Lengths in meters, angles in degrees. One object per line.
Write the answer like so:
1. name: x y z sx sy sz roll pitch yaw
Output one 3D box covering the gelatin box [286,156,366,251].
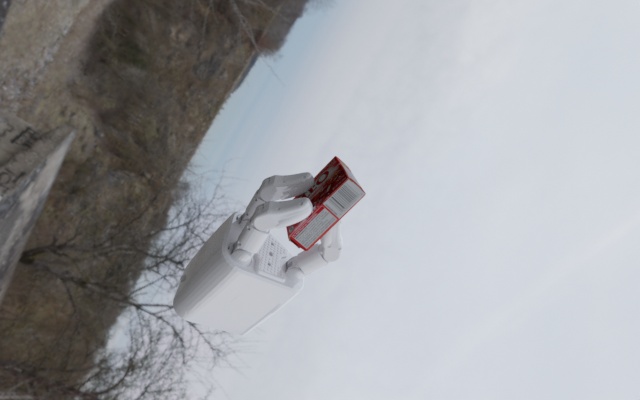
1. gelatin box: 0.001 0.002 0.507 0.030 0.089 0.073 42 11 -21
